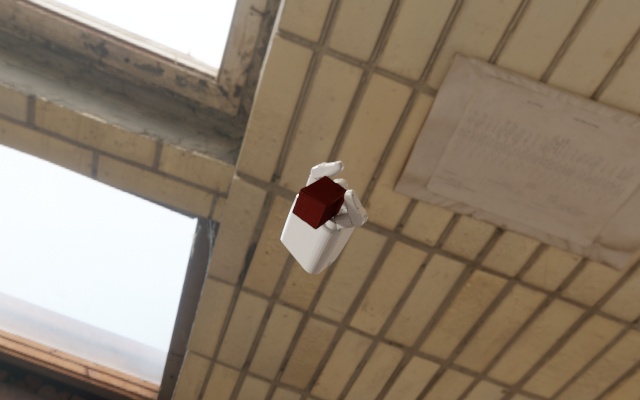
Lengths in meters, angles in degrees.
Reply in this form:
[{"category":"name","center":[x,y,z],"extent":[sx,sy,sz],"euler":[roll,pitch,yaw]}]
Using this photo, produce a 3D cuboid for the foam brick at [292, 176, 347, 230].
[{"category":"foam brick","center":[0.000,0.003,0.781],"extent":[0.053,0.051,0.078],"euler":[36,34,16]}]
